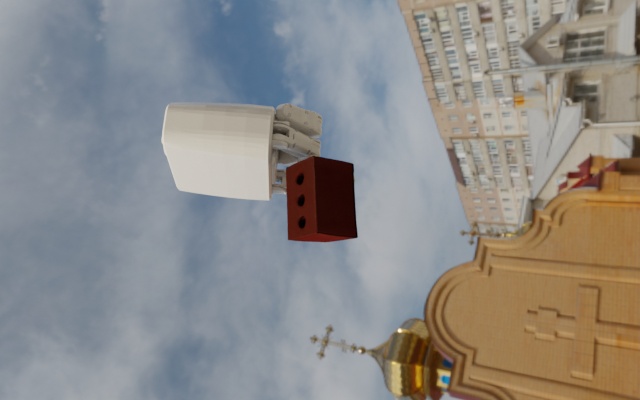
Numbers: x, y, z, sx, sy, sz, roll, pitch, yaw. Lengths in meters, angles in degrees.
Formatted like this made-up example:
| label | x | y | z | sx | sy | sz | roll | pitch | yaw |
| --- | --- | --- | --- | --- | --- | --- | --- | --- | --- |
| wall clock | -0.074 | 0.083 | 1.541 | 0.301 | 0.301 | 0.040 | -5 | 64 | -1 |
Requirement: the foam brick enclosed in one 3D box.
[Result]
| label | x | y | z | sx | sy | sz | roll | pitch | yaw |
| --- | --- | --- | --- | --- | --- | --- | --- | --- | --- |
| foam brick | 0.000 | 0.002 | 0.482 | 0.051 | 0.078 | 0.053 | 6 | -15 | -37 |
